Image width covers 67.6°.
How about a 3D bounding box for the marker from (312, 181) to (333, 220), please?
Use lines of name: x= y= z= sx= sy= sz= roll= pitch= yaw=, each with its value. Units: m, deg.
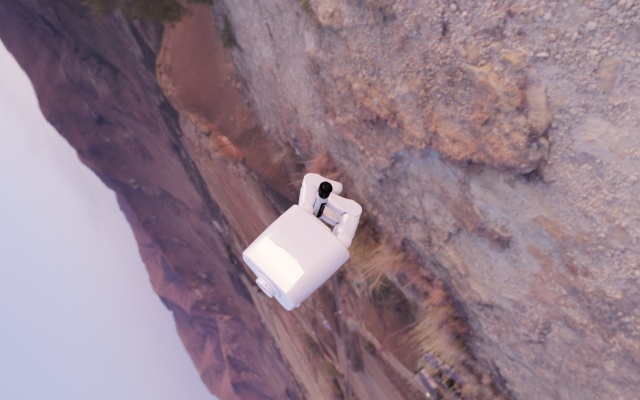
marker: x=0.000 y=0.002 z=0.671 sx=0.020 sy=0.020 sz=0.121 roll=0 pitch=-20 yaw=-8
